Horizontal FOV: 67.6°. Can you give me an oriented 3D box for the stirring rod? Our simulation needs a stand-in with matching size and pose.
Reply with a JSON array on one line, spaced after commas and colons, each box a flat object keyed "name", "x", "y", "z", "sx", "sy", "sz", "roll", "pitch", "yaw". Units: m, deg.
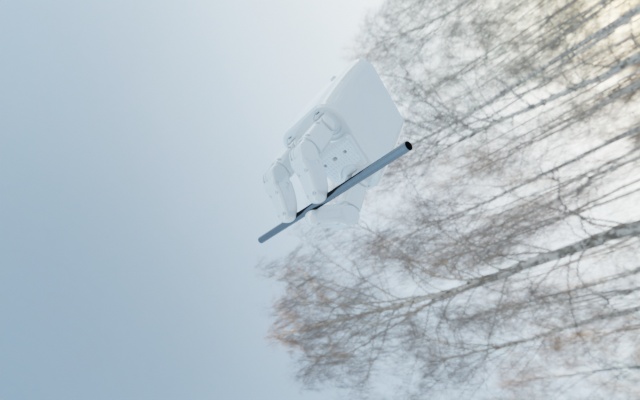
[{"name": "stirring rod", "x": 0.000, "y": 0.001, "z": 0.458, "sx": 0.011, "sy": 0.011, "sz": 0.239, "roll": 0, "pitch": -21, "yaw": -37}]
